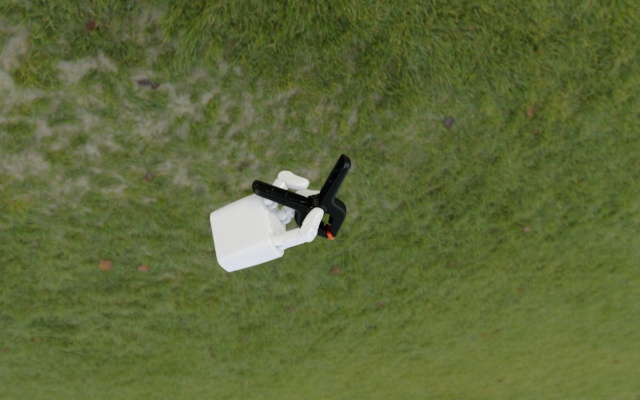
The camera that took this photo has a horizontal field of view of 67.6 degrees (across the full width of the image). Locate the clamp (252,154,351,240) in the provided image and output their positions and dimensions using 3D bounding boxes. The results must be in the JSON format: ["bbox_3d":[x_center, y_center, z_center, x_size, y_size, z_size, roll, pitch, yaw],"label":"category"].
[{"bbox_3d":[0.000,0.004,0.829,0.164,0.036,0.210,-19,-38,14],"label":"clamp"}]
